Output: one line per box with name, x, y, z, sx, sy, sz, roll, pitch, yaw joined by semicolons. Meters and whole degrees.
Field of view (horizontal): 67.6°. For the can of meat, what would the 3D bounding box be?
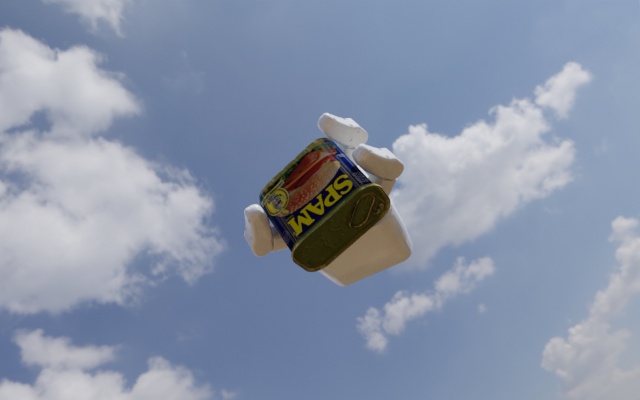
can of meat;0.000;0.001;0.453;0.084;0.102;0.057;52;5;38
